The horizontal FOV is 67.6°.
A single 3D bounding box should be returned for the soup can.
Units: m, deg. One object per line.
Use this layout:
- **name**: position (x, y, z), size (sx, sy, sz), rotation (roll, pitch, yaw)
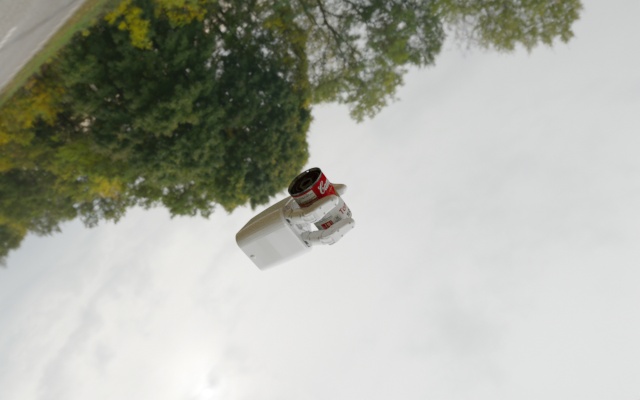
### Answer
- **soup can**: position (0.001, 0.003, 0.819), size (0.068, 0.102, 0.068), rotation (-29, 28, 17)
